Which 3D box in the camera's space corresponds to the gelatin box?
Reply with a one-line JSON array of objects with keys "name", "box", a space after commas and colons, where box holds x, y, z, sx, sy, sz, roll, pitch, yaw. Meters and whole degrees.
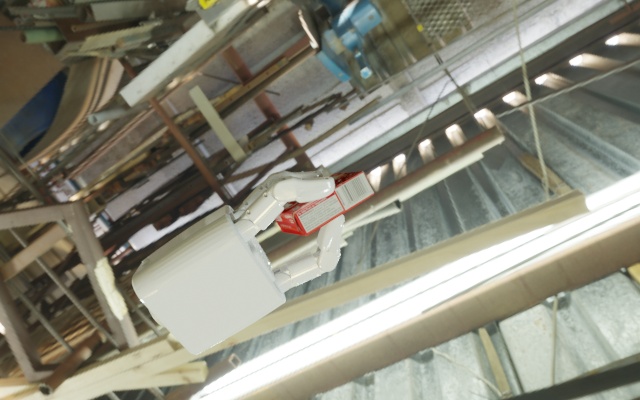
[{"name": "gelatin box", "box": [0.001, 0.002, 0.499, 0.089, 0.030, 0.073, -31, 12, -18]}]
